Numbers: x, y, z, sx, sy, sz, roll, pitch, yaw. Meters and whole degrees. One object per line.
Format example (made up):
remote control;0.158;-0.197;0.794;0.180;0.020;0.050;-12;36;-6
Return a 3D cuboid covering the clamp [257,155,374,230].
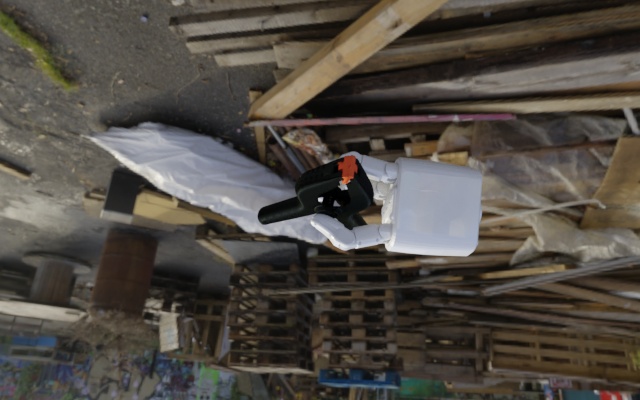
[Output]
clamp;0.000;0.003;0.600;0.164;0.036;0.210;7;-24;-2
